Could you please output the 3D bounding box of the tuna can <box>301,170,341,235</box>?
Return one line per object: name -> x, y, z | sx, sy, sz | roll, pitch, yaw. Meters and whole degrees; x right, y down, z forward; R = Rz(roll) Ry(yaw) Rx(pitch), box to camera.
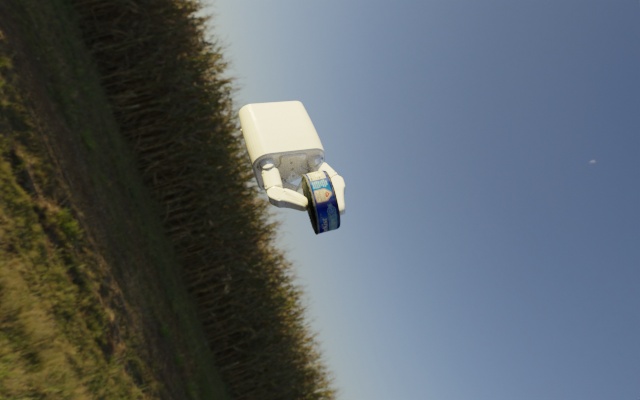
tuna can -> 0.001, 0.002, 0.660 | 0.034, 0.086, 0.086 | -13, 2, -8
